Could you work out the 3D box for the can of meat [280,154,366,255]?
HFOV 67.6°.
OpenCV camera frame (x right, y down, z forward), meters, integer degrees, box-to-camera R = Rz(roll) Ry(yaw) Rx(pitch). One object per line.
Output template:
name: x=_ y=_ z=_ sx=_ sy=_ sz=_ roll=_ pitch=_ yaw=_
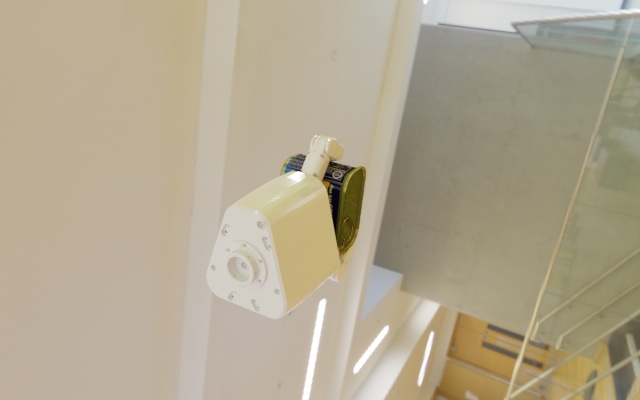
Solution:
can of meat: x=0.000 y=0.002 z=0.556 sx=0.084 sy=0.102 sz=0.057 roll=16 pitch=27 yaw=23
